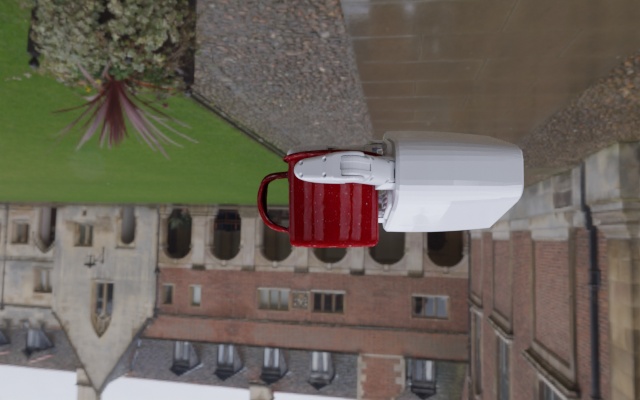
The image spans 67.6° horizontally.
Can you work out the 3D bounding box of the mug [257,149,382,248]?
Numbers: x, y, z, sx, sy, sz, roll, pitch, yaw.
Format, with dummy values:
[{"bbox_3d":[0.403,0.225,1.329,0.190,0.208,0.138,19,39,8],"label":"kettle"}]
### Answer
[{"bbox_3d":[-0.001,0.002,0.437,0.117,0.081,0.093,0,-4,2],"label":"mug"}]
